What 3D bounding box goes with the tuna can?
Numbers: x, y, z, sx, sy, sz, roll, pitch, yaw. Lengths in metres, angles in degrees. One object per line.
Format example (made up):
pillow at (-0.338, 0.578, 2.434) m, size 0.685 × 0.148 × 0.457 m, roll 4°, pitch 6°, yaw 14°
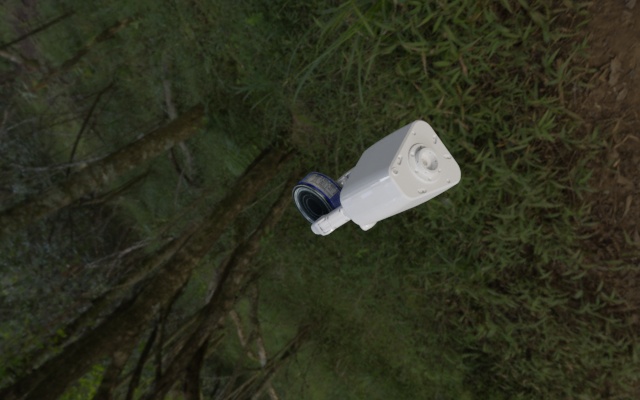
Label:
tuna can at (0.000, 0.003, 0.698) m, size 0.033 × 0.086 × 0.086 m, roll -42°, pitch 24°, yaw -30°
